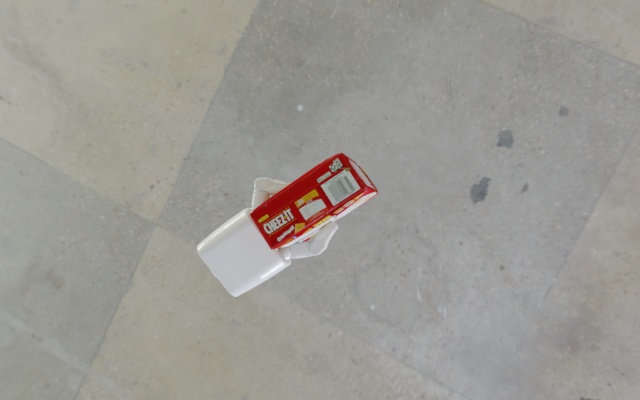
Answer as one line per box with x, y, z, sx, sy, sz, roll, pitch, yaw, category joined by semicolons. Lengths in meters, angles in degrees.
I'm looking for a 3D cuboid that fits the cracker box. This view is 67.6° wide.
0.000;0.003;0.767;0.164;0.072;0.214;-34;-7;9;cracker box
